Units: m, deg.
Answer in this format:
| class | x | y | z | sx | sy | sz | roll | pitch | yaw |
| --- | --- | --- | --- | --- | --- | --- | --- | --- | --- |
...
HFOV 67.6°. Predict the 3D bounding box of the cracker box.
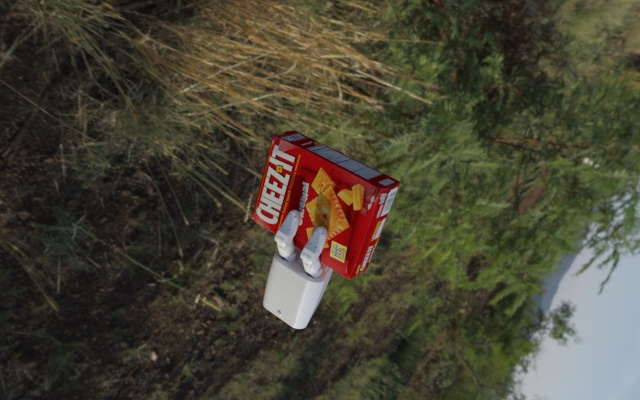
| class | x | y | z | sx | sy | sz | roll | pitch | yaw |
| --- | --- | --- | --- | --- | --- | --- | --- | --- | --- |
| cracker box | 0.000 | 0.003 | 0.778 | 0.213 | 0.164 | 0.072 | 29 | 25 | 25 |
